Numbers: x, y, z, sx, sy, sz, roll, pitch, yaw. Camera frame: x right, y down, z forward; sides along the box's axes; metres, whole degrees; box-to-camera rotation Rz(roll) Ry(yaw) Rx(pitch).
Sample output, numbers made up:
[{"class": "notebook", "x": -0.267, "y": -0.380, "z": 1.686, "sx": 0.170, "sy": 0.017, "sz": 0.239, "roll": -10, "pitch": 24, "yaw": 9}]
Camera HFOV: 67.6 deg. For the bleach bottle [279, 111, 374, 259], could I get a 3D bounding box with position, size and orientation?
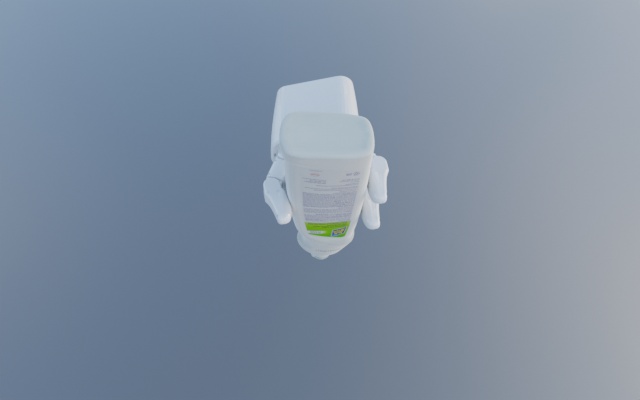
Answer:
[{"class": "bleach bottle", "x": 0.000, "y": 0.002, "z": 0.591, "sx": 0.102, "sy": 0.068, "sz": 0.251, "roll": 2, "pitch": -35, "yaw": -4}]
